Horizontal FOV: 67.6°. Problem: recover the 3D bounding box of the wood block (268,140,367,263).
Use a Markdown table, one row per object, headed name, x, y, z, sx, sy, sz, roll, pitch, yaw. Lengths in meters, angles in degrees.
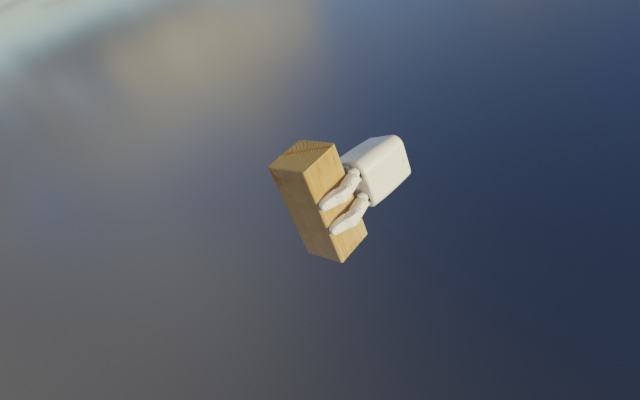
| name | x | y | z | sx | sy | sz | roll | pitch | yaw |
| --- | --- | --- | --- | --- | --- | --- | --- | --- | --- |
| wood block | 0.000 | 0.002 | 0.870 | 0.091 | 0.206 | 0.090 | 12 | 46 | 42 |
